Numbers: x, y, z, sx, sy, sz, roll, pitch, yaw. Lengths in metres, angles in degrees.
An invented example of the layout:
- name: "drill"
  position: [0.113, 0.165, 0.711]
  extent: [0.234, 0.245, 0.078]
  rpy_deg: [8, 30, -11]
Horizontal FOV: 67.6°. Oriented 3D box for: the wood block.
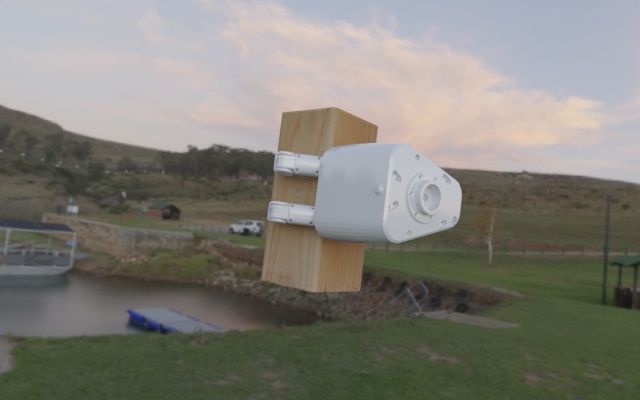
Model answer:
- name: "wood block"
  position: [0.001, 0.002, 0.584]
  extent: [0.090, 0.206, 0.091]
  rpy_deg: [4, -5, 41]
